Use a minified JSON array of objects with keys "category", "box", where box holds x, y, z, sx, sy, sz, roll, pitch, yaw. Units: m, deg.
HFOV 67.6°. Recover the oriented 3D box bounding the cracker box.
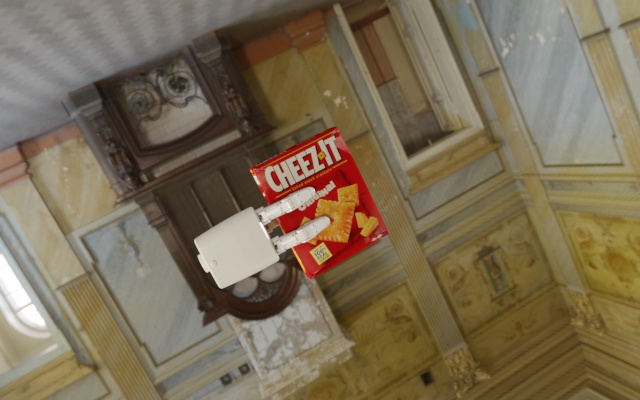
[{"category":"cracker box","box":[0.000,0.003,0.828,0.164,0.214,0.072,-28,9,-9]}]
